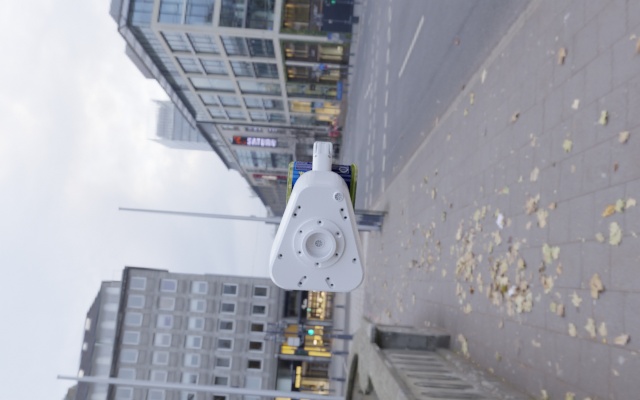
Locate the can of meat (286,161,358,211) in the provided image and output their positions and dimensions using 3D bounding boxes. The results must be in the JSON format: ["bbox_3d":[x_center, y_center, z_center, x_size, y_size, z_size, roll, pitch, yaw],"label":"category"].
[{"bbox_3d":[0.000,0.002,0.604,0.084,0.102,0.057,4,12,-1],"label":"can of meat"}]
